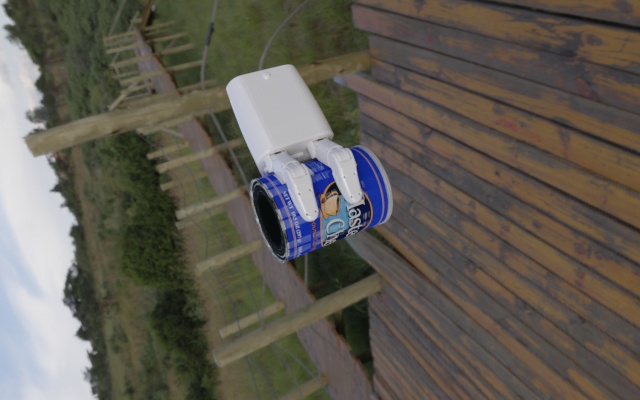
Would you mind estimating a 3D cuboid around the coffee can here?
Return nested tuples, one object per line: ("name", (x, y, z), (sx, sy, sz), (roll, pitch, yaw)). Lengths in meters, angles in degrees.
("coffee can", (0.000, 0.002, 0.572), (0.140, 0.103, 0.103), (-20, 7, -21))
